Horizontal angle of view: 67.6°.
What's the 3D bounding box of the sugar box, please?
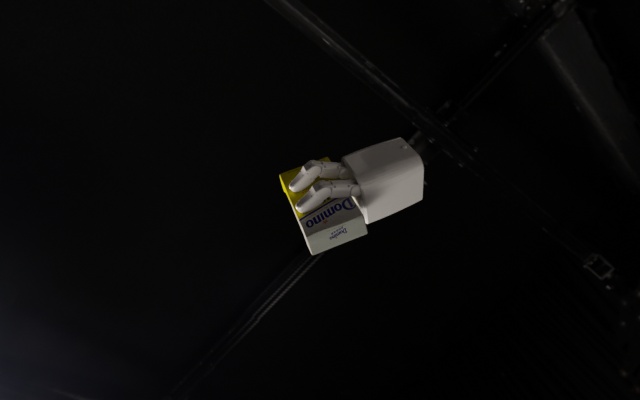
[{"bbox_3d":[0.000,0.002,0.765,0.093,0.048,0.176,-22,37,-6],"label":"sugar box"}]
